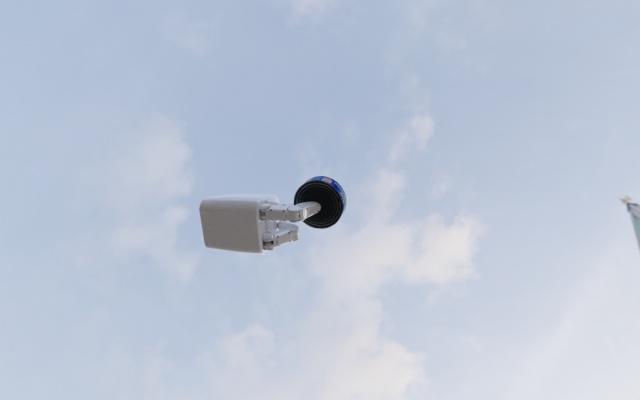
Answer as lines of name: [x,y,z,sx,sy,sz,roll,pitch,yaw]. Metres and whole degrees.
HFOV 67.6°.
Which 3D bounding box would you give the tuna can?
tuna can: [0.000,0.002,0.806,0.086,0.086,0.033,0,19,17]
